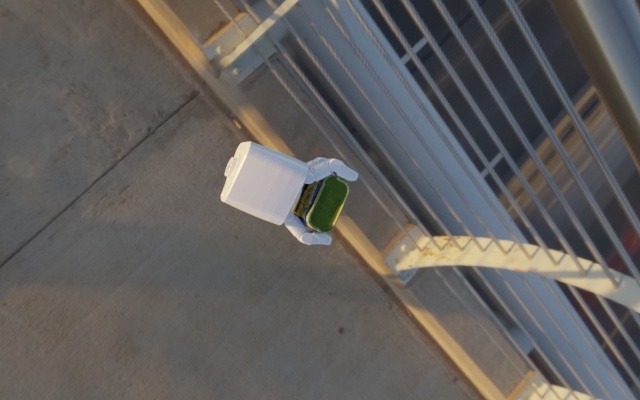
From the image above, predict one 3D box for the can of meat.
[{"bbox_3d":[0.000,0.003,0.828,0.057,0.102,0.084,26,-4,-21],"label":"can of meat"}]
